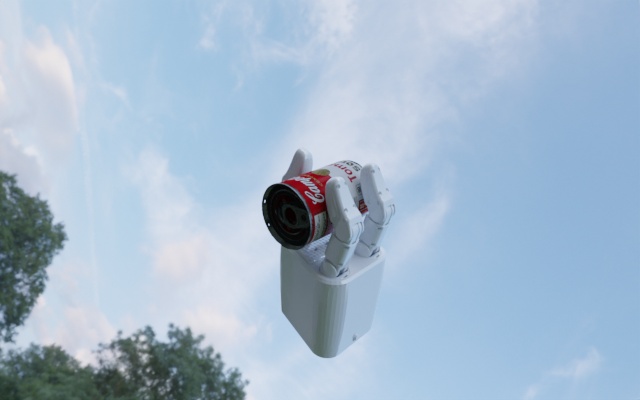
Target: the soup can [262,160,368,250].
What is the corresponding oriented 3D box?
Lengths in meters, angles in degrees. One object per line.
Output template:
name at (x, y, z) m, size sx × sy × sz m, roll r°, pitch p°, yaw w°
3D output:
soup can at (0.000, 0.001, 0.492) m, size 0.068 × 0.068 × 0.102 m, roll 0°, pitch 17°, yaw 45°
